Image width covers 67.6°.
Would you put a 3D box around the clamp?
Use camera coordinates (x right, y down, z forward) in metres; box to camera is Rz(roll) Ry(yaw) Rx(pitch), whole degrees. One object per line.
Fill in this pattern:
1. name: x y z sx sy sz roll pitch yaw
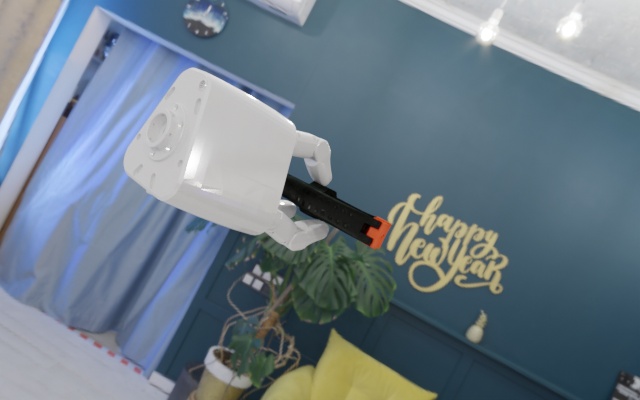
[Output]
1. clamp: 0.001 0.001 0.528 0.210 0.036 0.164 28 3 40
